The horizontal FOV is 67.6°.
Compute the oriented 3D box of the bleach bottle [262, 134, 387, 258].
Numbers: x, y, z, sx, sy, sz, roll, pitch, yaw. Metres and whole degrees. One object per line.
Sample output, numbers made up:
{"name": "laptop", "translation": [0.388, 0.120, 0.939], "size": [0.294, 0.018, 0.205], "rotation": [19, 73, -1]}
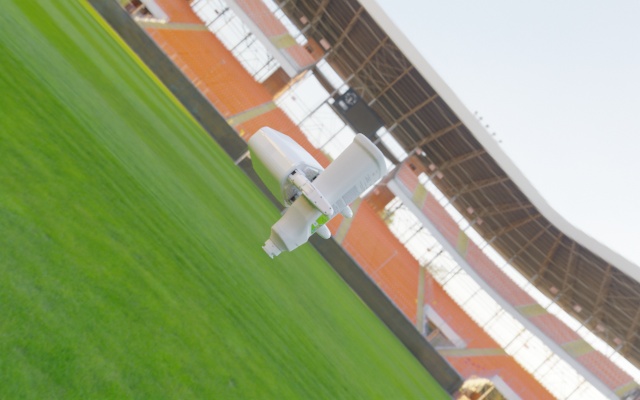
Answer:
{"name": "bleach bottle", "translation": [0.000, 0.003, 0.814], "size": [0.251, 0.068, 0.103], "rotation": [-42, -22, -3]}
